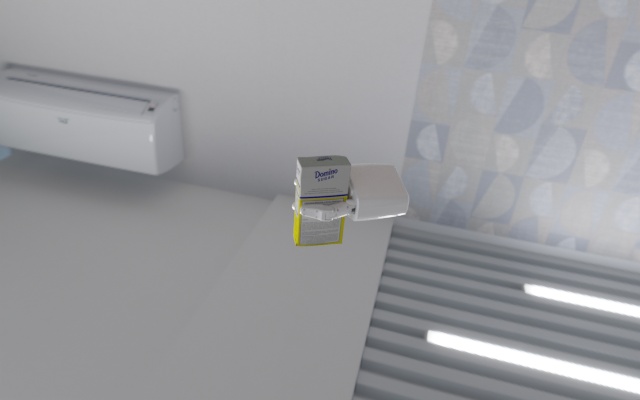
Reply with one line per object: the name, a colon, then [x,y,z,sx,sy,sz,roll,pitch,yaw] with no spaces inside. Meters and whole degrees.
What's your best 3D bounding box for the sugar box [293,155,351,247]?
sugar box: [0.000,0.003,0.887,0.093,0.176,0.048,-3,31,-14]
